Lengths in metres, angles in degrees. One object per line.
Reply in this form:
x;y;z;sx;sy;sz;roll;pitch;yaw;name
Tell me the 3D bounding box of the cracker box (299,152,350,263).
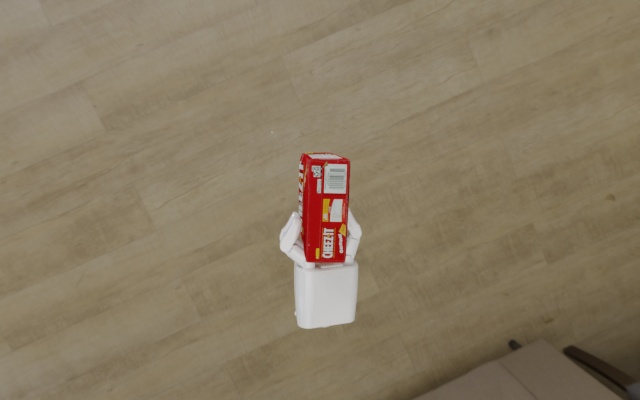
0.000;0.003;0.832;0.072;0.164;0.213;1;8;-6;cracker box
